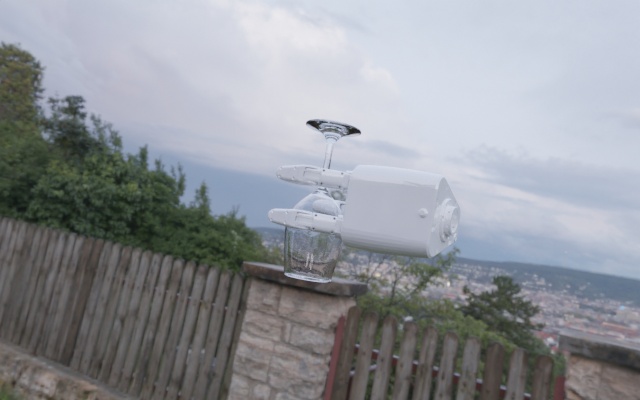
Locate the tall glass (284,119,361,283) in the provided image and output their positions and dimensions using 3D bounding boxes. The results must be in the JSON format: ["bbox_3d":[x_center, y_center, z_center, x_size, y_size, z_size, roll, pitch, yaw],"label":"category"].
[{"bbox_3d":[0.000,0.001,0.619,0.079,0.201,0.079,10,-5,1],"label":"tall glass"}]
